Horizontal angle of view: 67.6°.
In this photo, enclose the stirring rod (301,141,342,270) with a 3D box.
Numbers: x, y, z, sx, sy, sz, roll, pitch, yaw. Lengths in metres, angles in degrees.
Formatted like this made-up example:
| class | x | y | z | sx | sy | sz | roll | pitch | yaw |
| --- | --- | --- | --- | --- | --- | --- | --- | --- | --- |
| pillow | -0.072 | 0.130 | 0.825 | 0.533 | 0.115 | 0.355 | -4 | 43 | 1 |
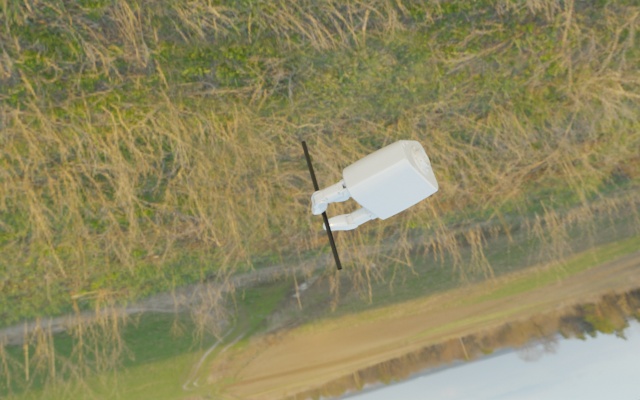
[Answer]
| class | x | y | z | sx | sy | sz | roll | pitch | yaw |
| --- | --- | --- | --- | --- | --- | --- | --- | --- | --- |
| stirring rod | 0.000 | 0.003 | 0.808 | 0.011 | 0.239 | 0.011 | -14 | -22 | -6 |
